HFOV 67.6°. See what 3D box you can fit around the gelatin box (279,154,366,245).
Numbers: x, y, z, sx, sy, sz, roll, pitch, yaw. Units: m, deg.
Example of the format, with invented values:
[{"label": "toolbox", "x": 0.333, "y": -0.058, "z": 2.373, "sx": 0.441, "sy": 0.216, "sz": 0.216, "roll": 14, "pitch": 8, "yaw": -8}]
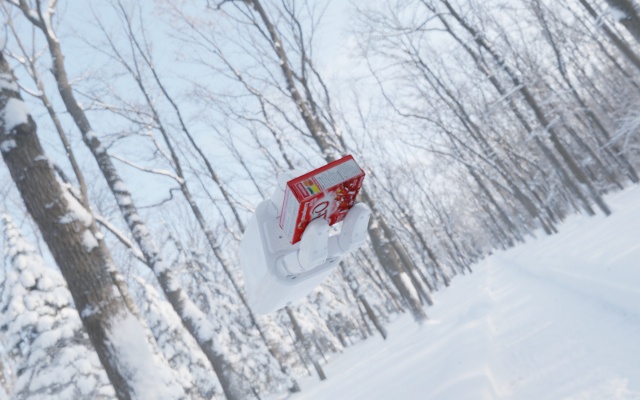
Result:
[{"label": "gelatin box", "x": 0.000, "y": 0.001, "z": 0.474, "sx": 0.073, "sy": 0.030, "sz": 0.089, "roll": -25, "pitch": -24, "yaw": -23}]
